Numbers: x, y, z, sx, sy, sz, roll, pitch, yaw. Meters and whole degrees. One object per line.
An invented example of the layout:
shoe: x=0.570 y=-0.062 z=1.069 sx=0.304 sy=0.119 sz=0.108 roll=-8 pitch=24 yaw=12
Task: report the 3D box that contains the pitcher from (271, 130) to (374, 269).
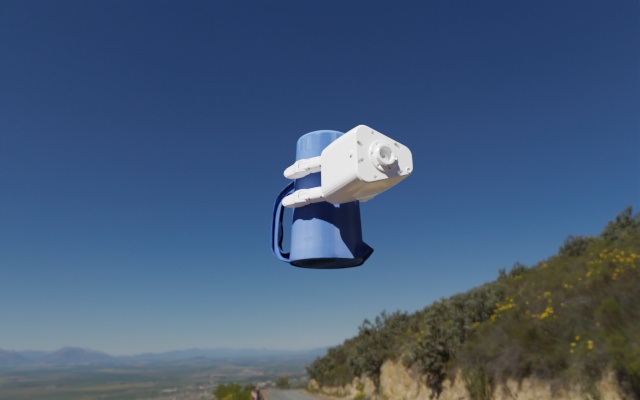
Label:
pitcher: x=0.000 y=0.003 z=0.872 sx=0.149 sy=0.242 sz=0.145 roll=7 pitch=-18 yaw=-24
